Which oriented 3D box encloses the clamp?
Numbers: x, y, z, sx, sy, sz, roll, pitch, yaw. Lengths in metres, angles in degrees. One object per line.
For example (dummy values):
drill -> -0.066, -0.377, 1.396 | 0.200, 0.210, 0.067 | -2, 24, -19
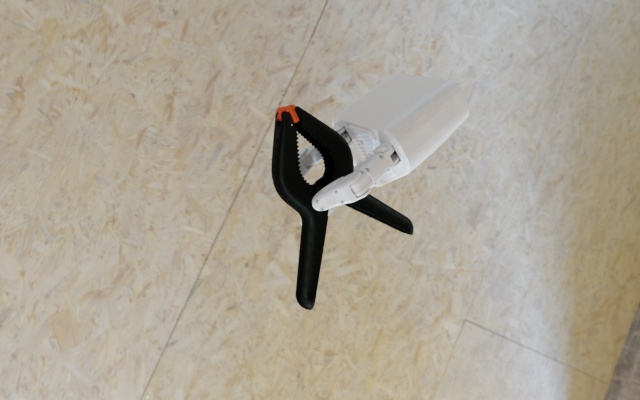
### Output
clamp -> 0.000, 0.001, 0.508 | 0.164, 0.210, 0.036 | -40, 22, -20
